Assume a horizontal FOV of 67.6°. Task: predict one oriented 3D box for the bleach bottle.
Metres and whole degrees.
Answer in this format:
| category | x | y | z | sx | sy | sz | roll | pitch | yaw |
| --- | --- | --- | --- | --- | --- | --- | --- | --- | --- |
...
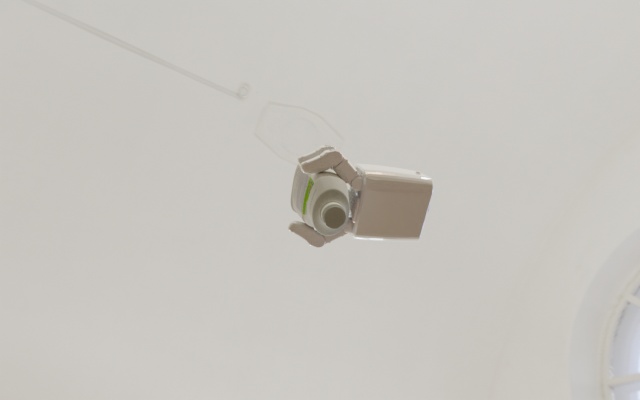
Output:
| category | x | y | z | sx | sy | sz | roll | pitch | yaw |
| --- | --- | --- | --- | --- | --- | --- | --- | --- | --- |
| bleach bottle | 0.000 | 0.002 | 0.713 | 0.068 | 0.102 | 0.250 | 6 | 12 | -9 |
